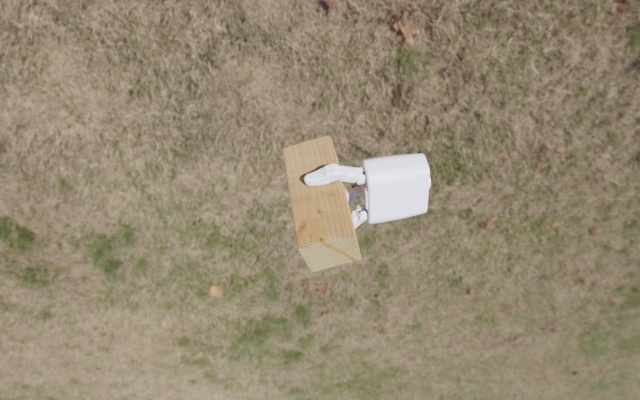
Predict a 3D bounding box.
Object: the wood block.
[{"bbox_3d":[0.000,0.003,0.817,0.090,0.206,0.091,-15,-34,5],"label":"wood block"}]
